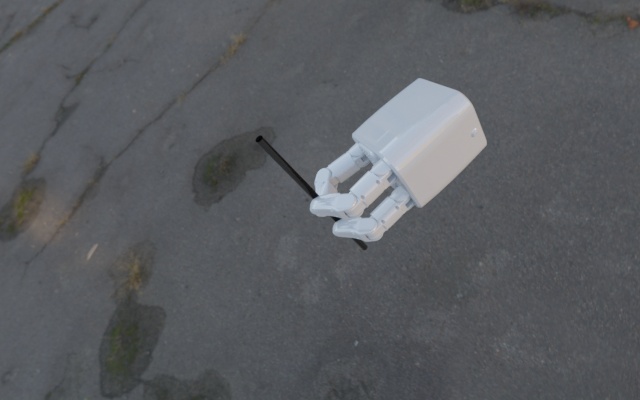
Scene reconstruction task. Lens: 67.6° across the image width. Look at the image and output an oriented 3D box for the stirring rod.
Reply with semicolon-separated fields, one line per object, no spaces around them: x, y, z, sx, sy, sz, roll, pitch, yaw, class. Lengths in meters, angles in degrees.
0.000;0.002;0.534;0.011;0.011;0.240;0;-30;33;stirring rod
